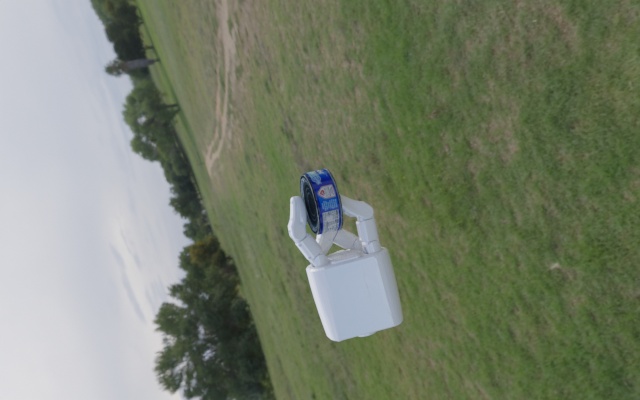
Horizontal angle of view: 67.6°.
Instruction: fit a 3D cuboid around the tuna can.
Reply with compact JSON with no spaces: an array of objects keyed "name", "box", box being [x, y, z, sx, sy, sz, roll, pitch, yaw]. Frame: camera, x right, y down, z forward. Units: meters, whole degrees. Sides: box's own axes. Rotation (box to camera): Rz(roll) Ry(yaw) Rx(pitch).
[{"name":"tuna can","box":[0.000,0.002,0.638,0.034,0.086,0.086,-13,3,-14]}]
